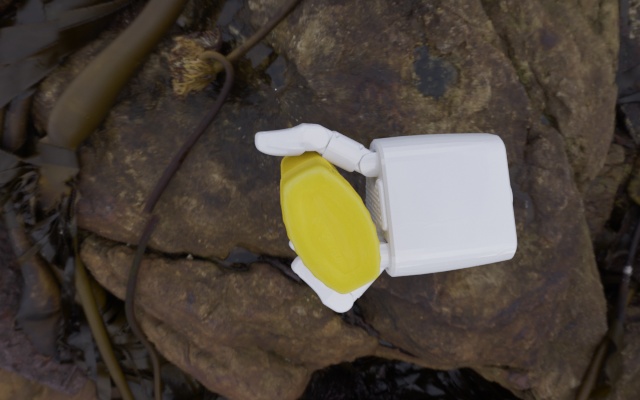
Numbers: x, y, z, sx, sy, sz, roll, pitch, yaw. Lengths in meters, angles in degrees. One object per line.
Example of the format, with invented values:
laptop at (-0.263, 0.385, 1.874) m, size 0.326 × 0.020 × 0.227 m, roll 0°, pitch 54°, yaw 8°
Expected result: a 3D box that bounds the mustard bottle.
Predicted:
mustard bottle at (0.000, 0.002, 0.415) m, size 0.058 × 0.096 × 0.191 m, roll -29°, pitch 14°, yaw 2°
